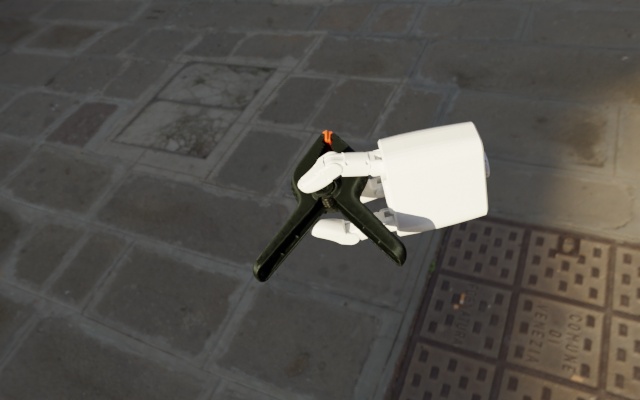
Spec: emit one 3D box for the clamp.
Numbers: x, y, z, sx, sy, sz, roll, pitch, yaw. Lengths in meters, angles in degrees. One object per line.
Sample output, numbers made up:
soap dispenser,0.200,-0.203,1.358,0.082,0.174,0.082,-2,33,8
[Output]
clamp,0.000,0.001,0.555,0.164,0.209,0.036,-13,-41,7
